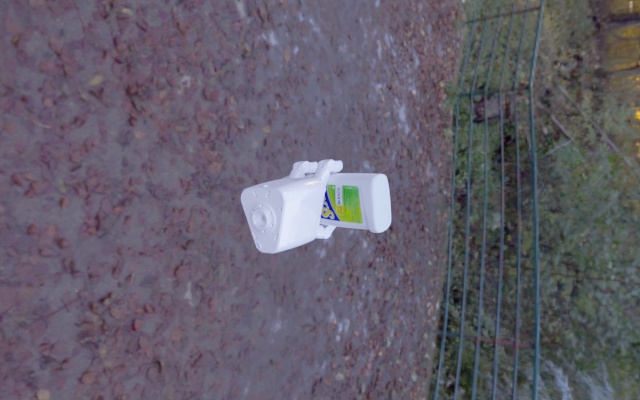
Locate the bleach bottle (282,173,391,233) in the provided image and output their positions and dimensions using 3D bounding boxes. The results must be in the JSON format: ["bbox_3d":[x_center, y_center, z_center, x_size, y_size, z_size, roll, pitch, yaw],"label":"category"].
[{"bbox_3d":[0.000,0.003,0.871,0.251,0.102,0.068,0,10,33],"label":"bleach bottle"}]
